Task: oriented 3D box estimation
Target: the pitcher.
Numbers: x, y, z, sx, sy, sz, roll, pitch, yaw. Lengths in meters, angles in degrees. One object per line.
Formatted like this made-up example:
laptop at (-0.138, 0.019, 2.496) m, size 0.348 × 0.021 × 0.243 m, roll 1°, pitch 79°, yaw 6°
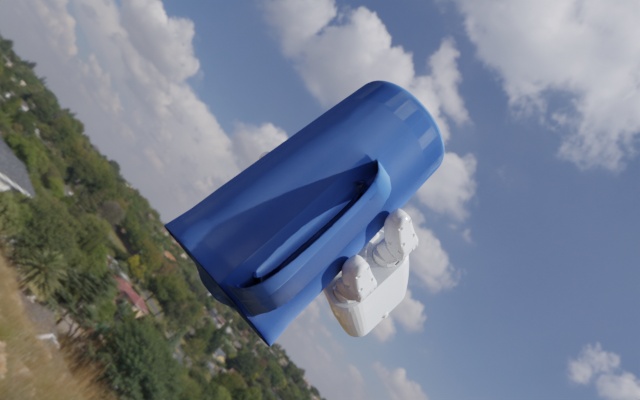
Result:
pitcher at (0.000, 0.001, 0.422) m, size 0.149 × 0.243 × 0.145 m, roll 40°, pitch -18°, yaw 28°
